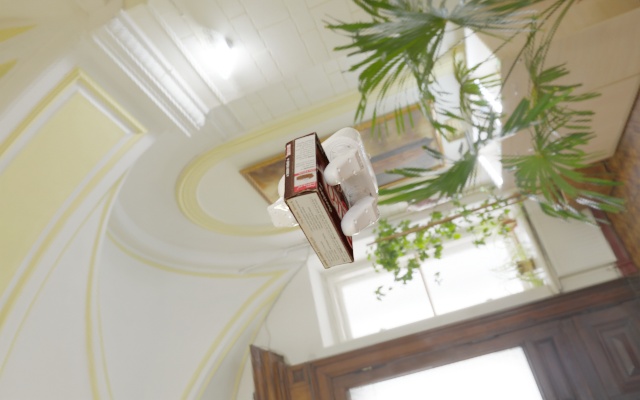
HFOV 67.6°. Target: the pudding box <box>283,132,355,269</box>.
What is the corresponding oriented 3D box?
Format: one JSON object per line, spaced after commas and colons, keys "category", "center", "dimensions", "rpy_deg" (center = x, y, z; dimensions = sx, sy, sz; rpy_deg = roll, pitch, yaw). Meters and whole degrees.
{"category": "pudding box", "center": [0.000, 0.002, 0.493], "dimensions": [0.039, 0.090, 0.114], "rpy_deg": [-18, -48, 13]}
